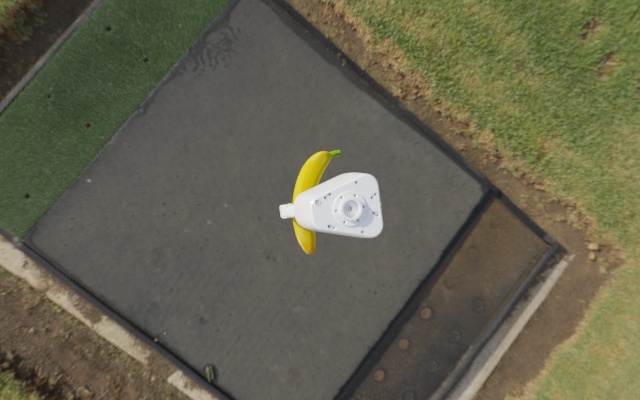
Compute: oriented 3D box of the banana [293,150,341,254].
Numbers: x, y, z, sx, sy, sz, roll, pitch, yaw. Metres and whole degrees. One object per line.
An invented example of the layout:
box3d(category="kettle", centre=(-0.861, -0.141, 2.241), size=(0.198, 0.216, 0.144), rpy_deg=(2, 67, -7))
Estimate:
box3d(category="banana", centre=(-0.016, -0.006, 0.847), size=(0.069, 0.198, 0.037), rpy_deg=(18, -5, -19))
